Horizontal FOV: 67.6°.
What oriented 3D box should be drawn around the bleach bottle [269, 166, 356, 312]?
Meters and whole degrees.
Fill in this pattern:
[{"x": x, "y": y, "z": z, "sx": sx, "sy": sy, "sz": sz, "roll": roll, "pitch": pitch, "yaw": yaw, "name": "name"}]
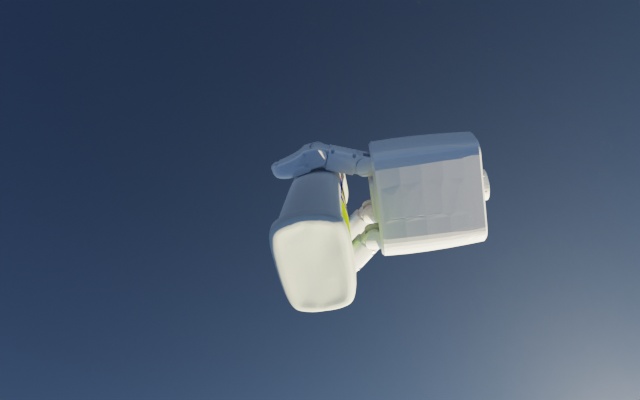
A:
[{"x": 0.000, "y": 0.002, "z": 0.512, "sx": 0.068, "sy": 0.103, "sz": 0.250, "roll": -8, "pitch": 26, "yaw": 7, "name": "bleach bottle"}]
